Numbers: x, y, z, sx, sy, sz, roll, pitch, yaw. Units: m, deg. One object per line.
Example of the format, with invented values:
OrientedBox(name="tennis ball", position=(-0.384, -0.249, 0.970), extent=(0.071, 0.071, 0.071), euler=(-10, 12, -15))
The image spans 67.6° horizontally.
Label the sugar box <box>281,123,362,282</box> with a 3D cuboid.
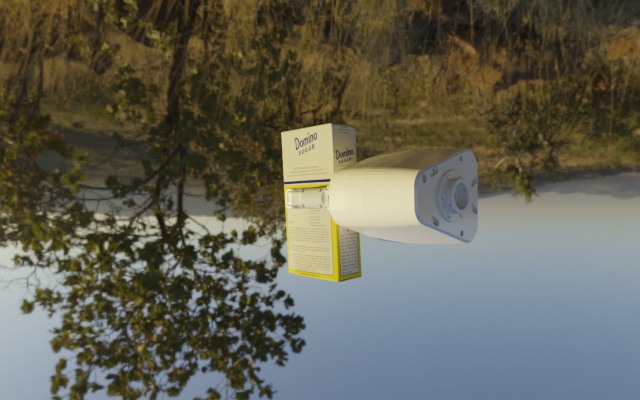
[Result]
OrientedBox(name="sugar box", position=(0.001, 0.002, 0.567), extent=(0.048, 0.176, 0.093), euler=(-1, 1, -43))
